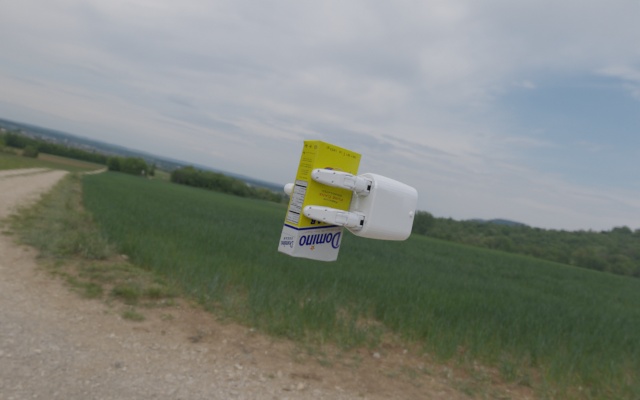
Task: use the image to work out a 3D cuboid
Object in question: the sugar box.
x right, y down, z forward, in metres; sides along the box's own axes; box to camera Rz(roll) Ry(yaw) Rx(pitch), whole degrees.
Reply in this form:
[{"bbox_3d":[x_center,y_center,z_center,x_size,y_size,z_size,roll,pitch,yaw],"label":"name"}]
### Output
[{"bbox_3d":[0.001,0.002,0.734,0.093,0.176,0.048,12,-1,-40],"label":"sugar box"}]
